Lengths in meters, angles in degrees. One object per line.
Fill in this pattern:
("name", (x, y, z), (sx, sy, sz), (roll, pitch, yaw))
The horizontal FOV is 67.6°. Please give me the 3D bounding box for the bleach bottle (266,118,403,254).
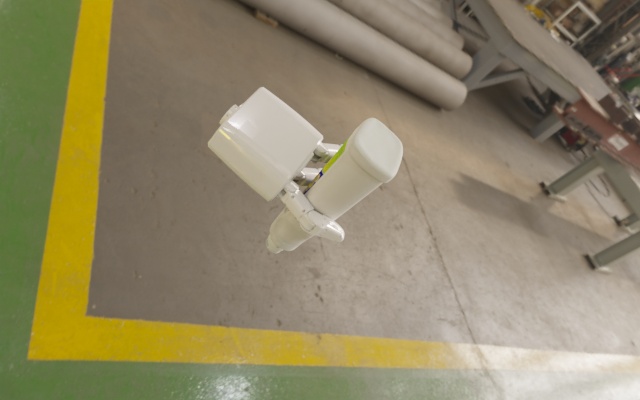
("bleach bottle", (0.000, 0.002, 0.642), (0.251, 0.068, 0.102), (-44, 9, 36))
